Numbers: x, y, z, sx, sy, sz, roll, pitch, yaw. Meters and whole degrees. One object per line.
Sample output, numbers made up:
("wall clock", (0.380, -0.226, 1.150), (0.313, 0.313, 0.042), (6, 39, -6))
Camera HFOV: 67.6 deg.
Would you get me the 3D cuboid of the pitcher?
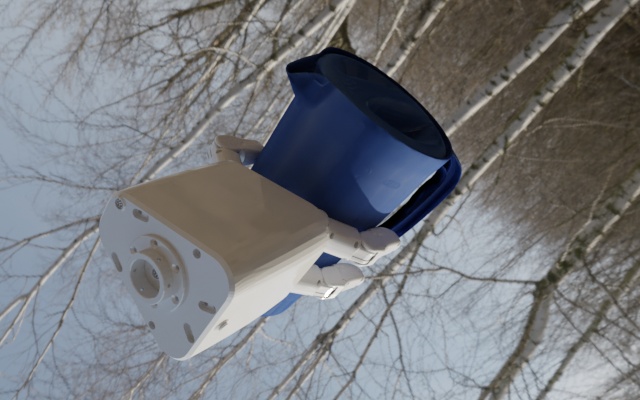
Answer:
("pitcher", (0.000, 0.001, 0.439), (0.243, 0.149, 0.145), (-51, -14, 30))
